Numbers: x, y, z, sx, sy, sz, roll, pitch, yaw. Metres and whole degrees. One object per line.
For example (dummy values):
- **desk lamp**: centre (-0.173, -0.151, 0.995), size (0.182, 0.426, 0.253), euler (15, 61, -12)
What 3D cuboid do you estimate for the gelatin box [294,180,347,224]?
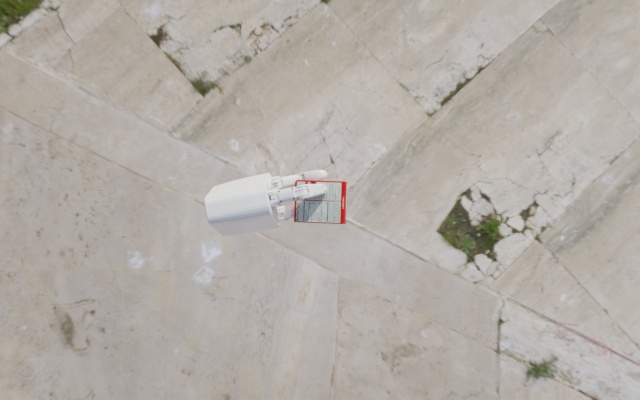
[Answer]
- **gelatin box**: centre (0.000, 0.003, 0.816), size (0.089, 0.073, 0.030), euler (2, -2, 7)
